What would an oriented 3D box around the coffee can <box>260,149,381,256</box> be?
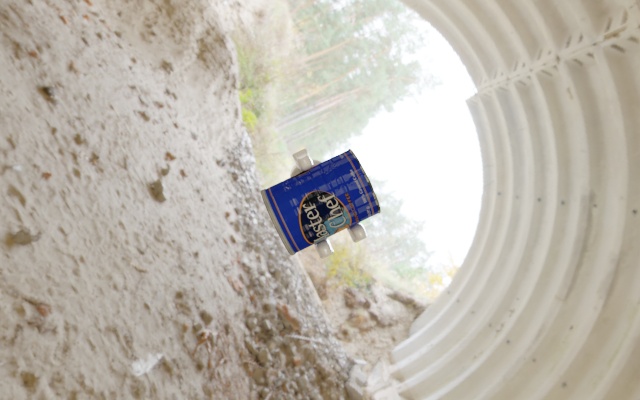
[{"bbox_3d":[0.000,0.002,0.678,0.140,0.103,0.103,-26,1,-1],"label":"coffee can"}]
